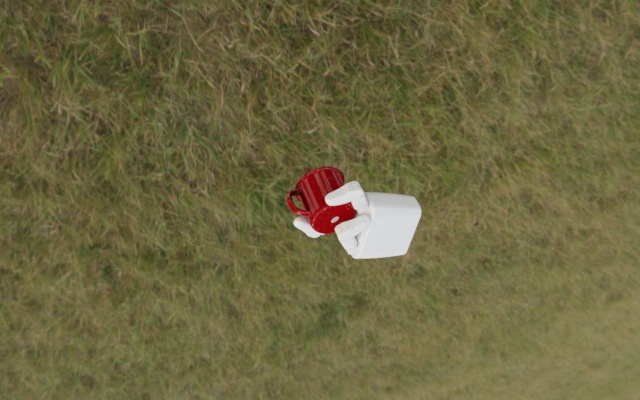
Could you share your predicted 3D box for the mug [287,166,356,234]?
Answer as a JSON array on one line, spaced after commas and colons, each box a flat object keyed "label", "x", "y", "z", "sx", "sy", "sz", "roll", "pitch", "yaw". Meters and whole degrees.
[{"label": "mug", "x": -0.001, "y": 0.003, "z": 0.812, "sx": 0.117, "sy": 0.081, "sz": 0.093, "roll": 1, "pitch": -45, "yaw": -27}]
